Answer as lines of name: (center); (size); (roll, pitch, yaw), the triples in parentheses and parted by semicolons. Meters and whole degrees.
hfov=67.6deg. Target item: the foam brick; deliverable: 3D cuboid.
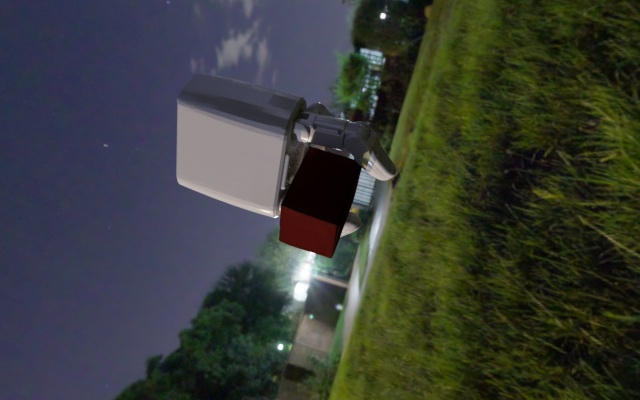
foam brick: (0.000, 0.002, 0.423); (0.051, 0.078, 0.053); (17, -40, 7)
